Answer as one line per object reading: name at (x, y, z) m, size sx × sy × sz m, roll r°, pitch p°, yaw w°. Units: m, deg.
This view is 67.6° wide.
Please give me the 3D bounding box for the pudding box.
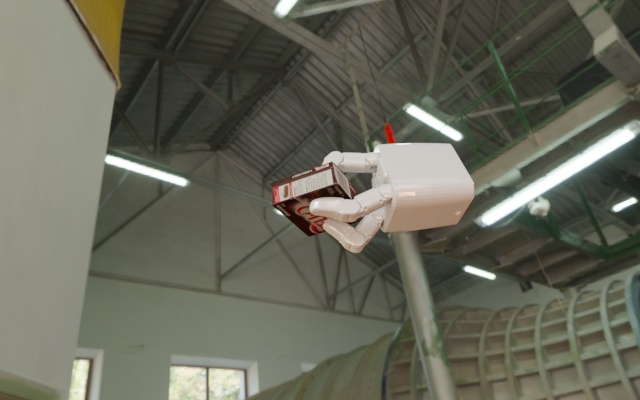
pudding box at (0.000, 0.002, 0.623) m, size 0.090 × 0.039 × 0.113 m, roll -19°, pitch -34°, yaw 17°
